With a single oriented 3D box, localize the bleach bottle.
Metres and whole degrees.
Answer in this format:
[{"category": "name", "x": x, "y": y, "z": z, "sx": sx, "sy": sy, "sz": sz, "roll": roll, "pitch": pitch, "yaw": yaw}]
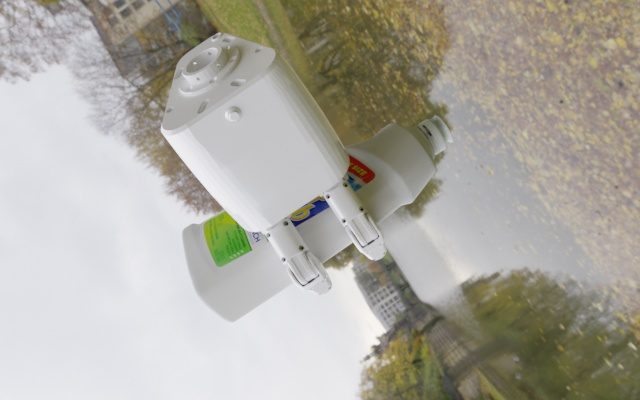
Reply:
[{"category": "bleach bottle", "x": 0.000, "y": 0.002, "z": 0.428, "sx": 0.251, "sy": 0.068, "sz": 0.102, "roll": -33, "pitch": 42, "yaw": 2}]
